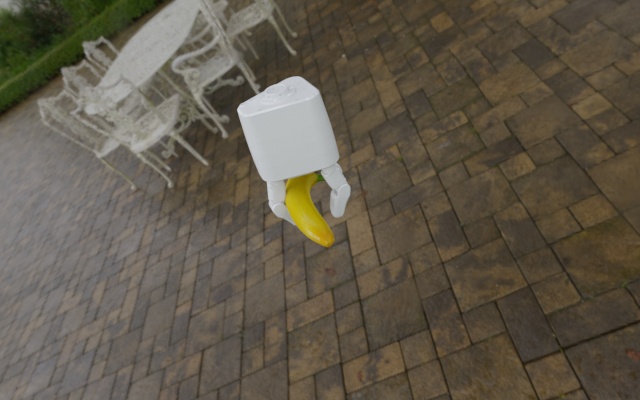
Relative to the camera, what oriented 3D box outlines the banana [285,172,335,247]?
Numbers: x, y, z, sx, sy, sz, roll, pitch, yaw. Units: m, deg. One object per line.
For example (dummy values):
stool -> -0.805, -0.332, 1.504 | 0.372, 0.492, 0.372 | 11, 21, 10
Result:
banana -> -0.019, 0.000, 0.701 | 0.069, 0.037, 0.197 | 2, 32, -3
